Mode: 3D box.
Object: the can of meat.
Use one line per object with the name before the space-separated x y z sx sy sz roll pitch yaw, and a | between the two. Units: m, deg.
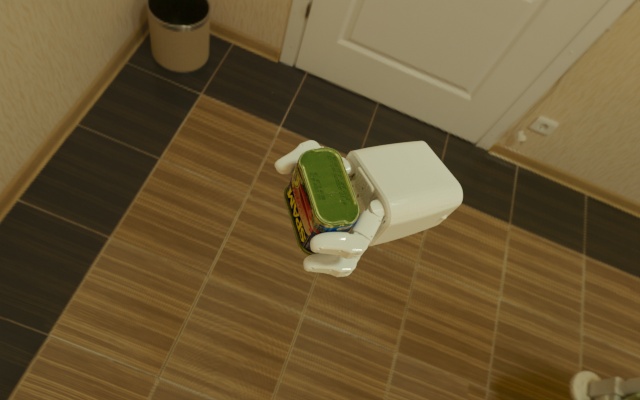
can of meat | 0.000 0.002 0.550 0.057 0.102 0.084 -10 -24 -20
